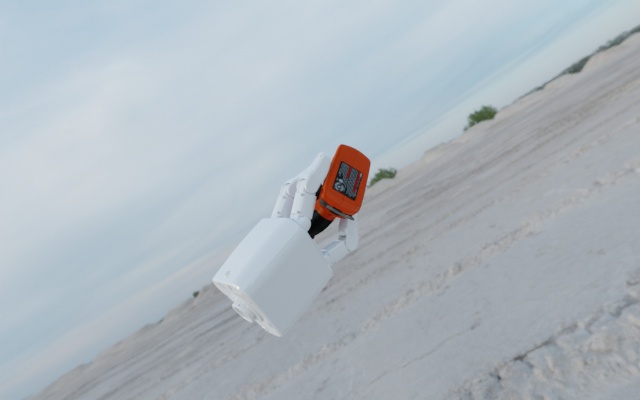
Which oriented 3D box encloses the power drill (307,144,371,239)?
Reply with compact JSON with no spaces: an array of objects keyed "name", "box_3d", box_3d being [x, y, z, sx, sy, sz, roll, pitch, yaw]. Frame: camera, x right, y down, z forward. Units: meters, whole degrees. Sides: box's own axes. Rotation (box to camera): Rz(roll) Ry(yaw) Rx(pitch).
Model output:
[{"name":"power drill","box_3d":[0.000,0.002,0.696,0.057,0.184,0.188,26,-40,-13]}]
